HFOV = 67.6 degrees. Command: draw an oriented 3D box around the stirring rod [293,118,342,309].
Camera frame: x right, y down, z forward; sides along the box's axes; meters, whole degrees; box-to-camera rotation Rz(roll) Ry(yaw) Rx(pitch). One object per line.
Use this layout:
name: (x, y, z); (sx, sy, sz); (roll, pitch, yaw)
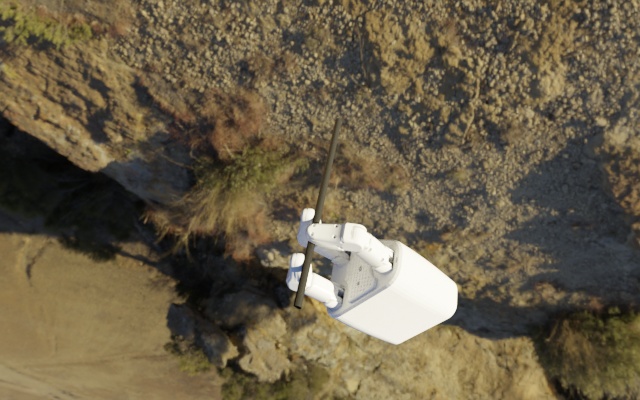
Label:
stirring rod: (0.000, 0.002, 0.512); (0.011, 0.239, 0.011); (9, -33, 6)
